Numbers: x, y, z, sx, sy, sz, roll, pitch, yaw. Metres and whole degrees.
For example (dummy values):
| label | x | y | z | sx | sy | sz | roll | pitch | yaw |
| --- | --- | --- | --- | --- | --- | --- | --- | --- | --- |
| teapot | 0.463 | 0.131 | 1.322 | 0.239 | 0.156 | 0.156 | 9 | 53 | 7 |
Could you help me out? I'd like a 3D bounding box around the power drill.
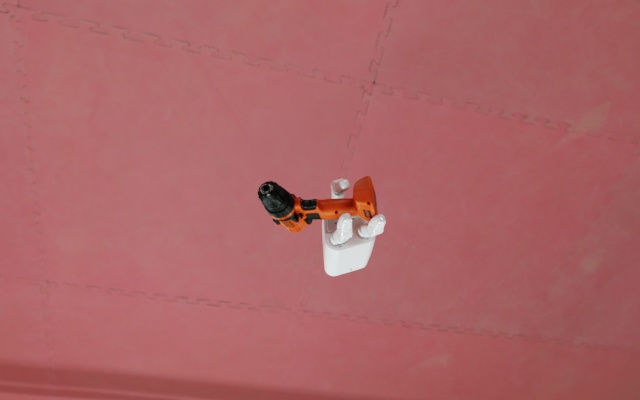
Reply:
| label | x | y | z | sx | sy | sz | roll | pitch | yaw |
| --- | --- | --- | --- | --- | --- | --- | --- | --- | --- |
| power drill | 0.001 | 0.003 | 0.827 | 0.187 | 0.057 | 0.184 | -6 | -19 | 12 |
